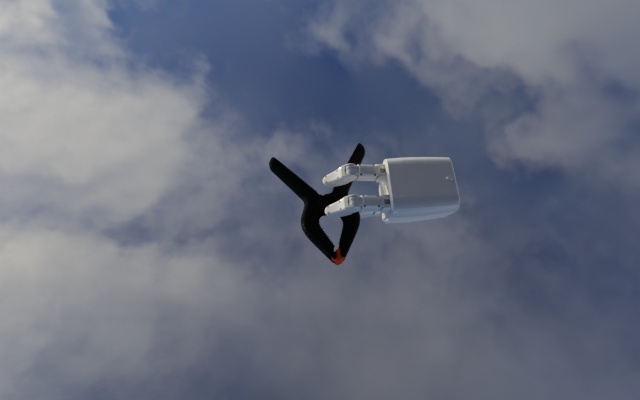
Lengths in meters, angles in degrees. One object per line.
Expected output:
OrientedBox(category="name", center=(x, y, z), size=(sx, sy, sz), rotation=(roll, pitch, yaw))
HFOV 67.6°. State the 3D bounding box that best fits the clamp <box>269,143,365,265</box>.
OrientedBox(category="clamp", center=(0.000, 0.003, 0.778), size=(0.164, 0.210, 0.036), rotation=(-4, -25, 0))
